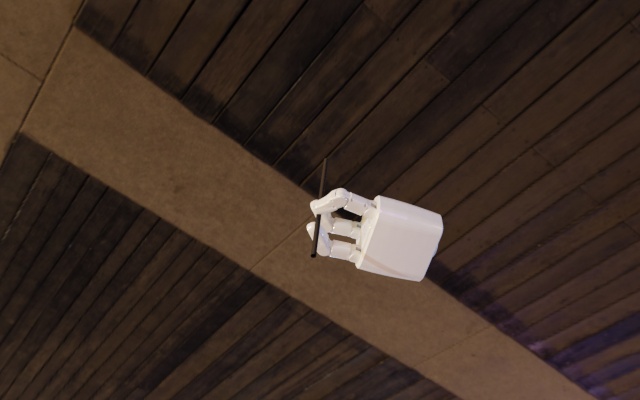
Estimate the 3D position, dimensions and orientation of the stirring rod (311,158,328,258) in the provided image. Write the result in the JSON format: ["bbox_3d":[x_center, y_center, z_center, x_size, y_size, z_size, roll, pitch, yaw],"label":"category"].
[{"bbox_3d":[0.000,0.002,0.753,0.011,0.011,0.239,0,38,6],"label":"stirring rod"}]
